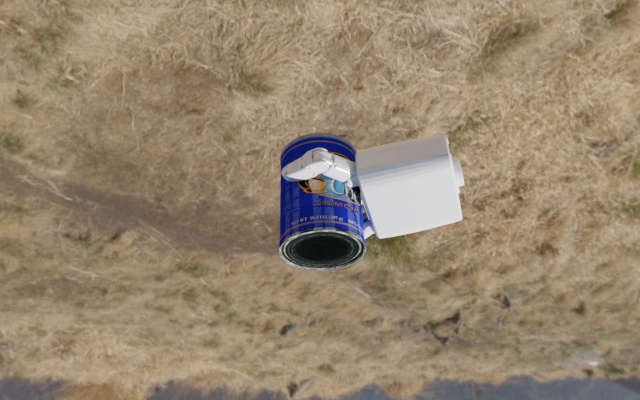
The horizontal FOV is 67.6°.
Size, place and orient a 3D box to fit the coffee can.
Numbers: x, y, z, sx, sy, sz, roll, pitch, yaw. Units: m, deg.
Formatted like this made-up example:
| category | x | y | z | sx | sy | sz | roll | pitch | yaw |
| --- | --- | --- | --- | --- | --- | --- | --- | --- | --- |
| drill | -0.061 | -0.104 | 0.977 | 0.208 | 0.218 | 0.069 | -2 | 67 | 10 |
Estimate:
| category | x | y | z | sx | sy | sz | roll | pitch | yaw |
| --- | --- | --- | --- | --- | --- | --- | --- | --- | --- |
| coffee can | 0.000 | 0.002 | 0.594 | 0.103 | 0.140 | 0.103 | -2 | -33 | -1 |
